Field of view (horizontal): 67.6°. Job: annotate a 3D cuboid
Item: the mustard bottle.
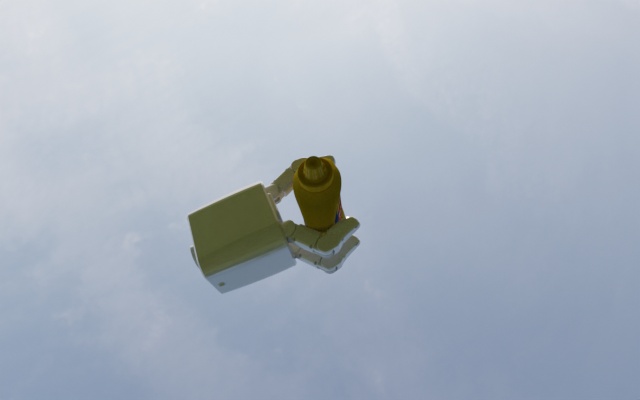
[{"bbox_3d":[0.000,0.002,0.602,0.058,0.096,0.192,-2,-27,6],"label":"mustard bottle"}]
